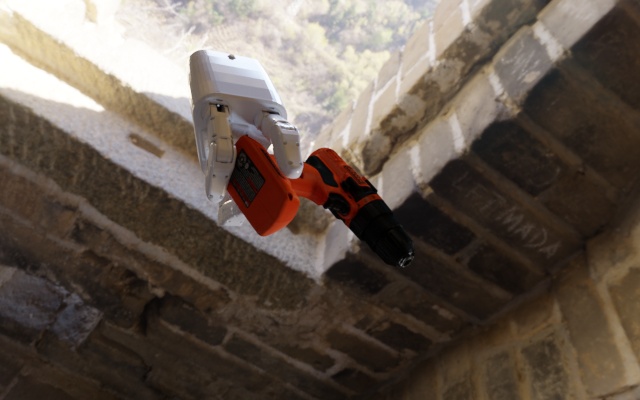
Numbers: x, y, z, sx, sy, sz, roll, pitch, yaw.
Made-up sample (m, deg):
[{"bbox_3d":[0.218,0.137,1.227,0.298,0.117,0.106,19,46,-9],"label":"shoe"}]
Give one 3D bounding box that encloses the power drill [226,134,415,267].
[{"bbox_3d":[0.000,0.001,0.508,0.187,0.057,0.184,8,34,-50],"label":"power drill"}]
